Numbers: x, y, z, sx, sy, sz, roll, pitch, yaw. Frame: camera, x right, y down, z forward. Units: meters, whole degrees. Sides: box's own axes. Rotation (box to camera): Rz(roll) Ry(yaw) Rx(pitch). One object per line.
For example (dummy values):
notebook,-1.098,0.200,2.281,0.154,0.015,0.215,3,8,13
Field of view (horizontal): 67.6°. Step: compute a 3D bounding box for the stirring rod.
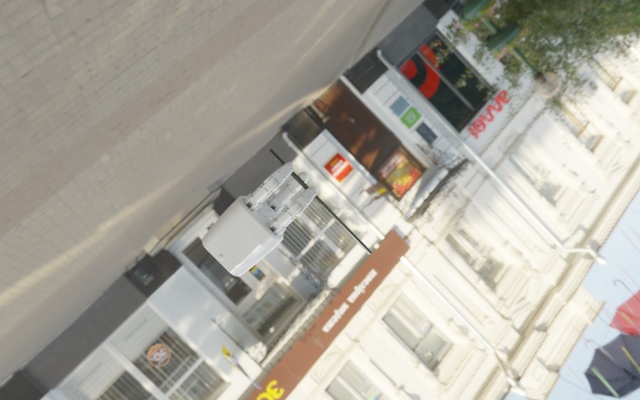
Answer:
stirring rod,0.000,0.003,0.794,0.011,0.239,0.011,-44,3,3
